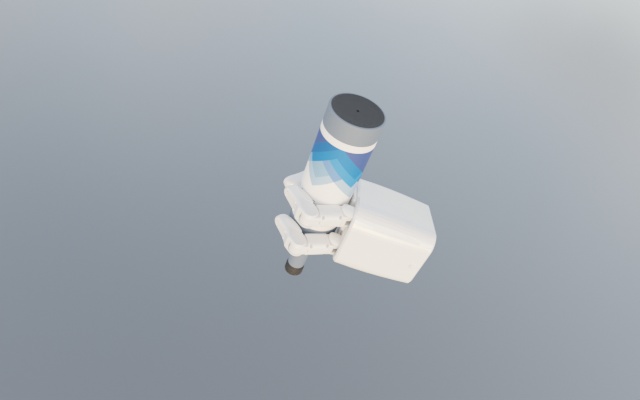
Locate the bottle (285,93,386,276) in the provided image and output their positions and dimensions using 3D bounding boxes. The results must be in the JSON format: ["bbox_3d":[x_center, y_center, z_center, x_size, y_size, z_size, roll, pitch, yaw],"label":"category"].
[{"bbox_3d":[0.000,0.002,0.620,0.069,0.069,0.296,0,-43,-22],"label":"bottle"}]
